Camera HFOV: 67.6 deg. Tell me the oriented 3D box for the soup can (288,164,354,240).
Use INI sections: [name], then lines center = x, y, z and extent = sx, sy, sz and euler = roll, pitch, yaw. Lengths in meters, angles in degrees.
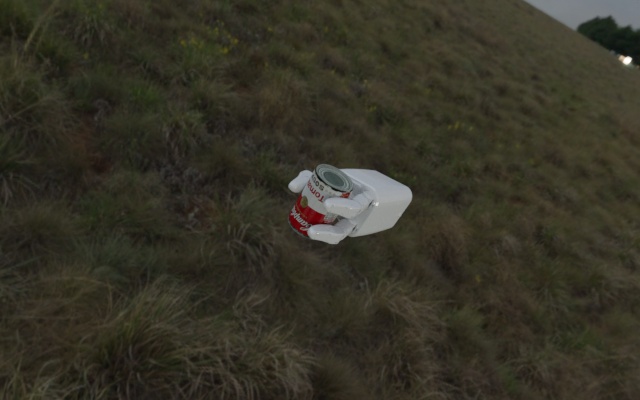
[soup can]
center = 0.000, 0.002, 0.752
extent = 0.068, 0.102, 0.068
euler = 22, 31, -14
